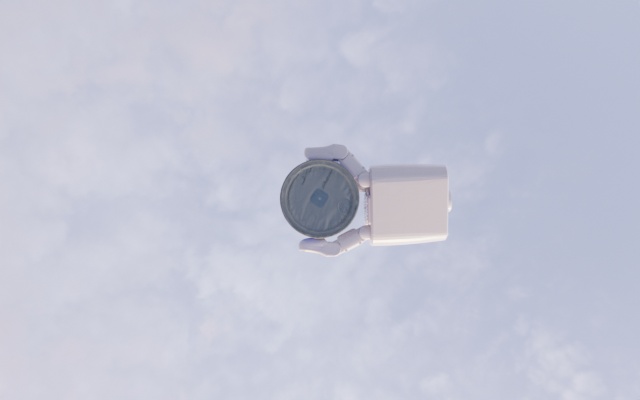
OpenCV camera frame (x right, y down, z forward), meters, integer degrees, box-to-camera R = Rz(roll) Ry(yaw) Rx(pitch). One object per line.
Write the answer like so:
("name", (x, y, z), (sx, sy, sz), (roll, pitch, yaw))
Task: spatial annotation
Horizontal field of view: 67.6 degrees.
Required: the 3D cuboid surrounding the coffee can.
("coffee can", (0.000, 0.002, 0.679), (0.103, 0.103, 0.140), (0, -4, 1))
